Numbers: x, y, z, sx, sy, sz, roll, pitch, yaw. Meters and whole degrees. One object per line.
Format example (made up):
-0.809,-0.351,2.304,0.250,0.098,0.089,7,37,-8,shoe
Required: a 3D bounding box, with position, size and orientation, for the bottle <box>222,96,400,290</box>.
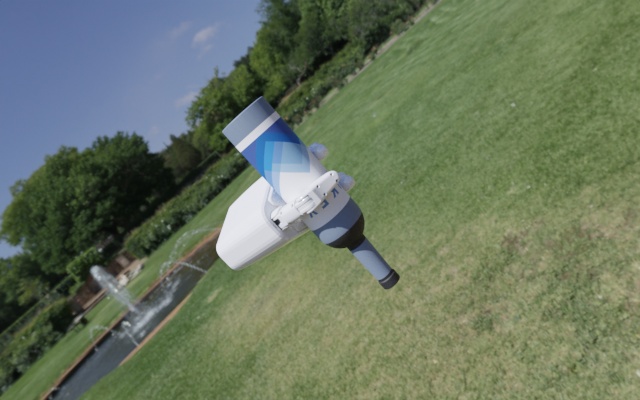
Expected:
0.000,0.002,0.613,0.069,0.296,0.069,-40,11,9,bottle
